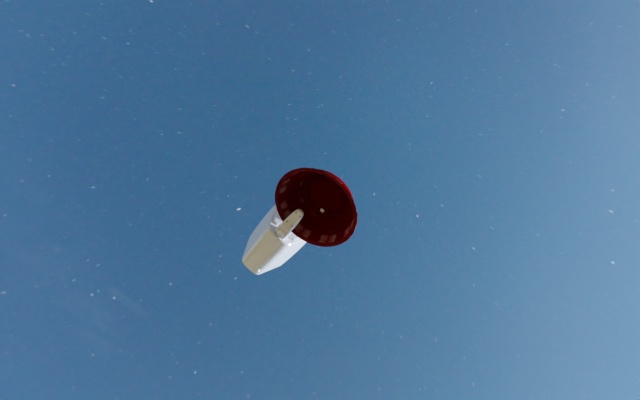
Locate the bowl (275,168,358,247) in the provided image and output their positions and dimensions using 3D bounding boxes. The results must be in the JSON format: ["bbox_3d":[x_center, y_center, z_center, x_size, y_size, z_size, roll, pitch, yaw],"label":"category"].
[{"bbox_3d":[0.001,0.002,0.865,0.162,0.162,0.055,0,29,29],"label":"bowl"}]
